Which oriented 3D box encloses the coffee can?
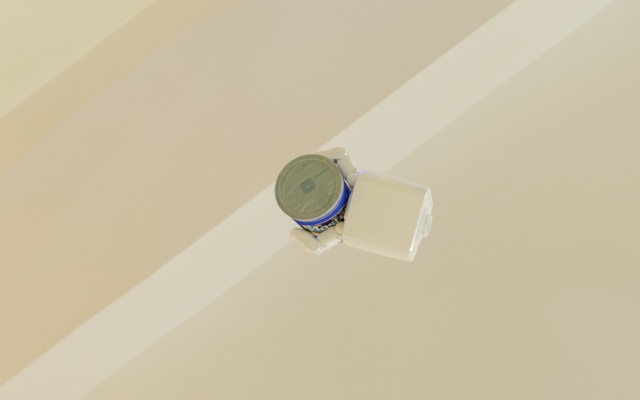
[{"bbox_3d":[0.000,0.002,0.752,0.103,0.102,0.140,0,-20,17],"label":"coffee can"}]
